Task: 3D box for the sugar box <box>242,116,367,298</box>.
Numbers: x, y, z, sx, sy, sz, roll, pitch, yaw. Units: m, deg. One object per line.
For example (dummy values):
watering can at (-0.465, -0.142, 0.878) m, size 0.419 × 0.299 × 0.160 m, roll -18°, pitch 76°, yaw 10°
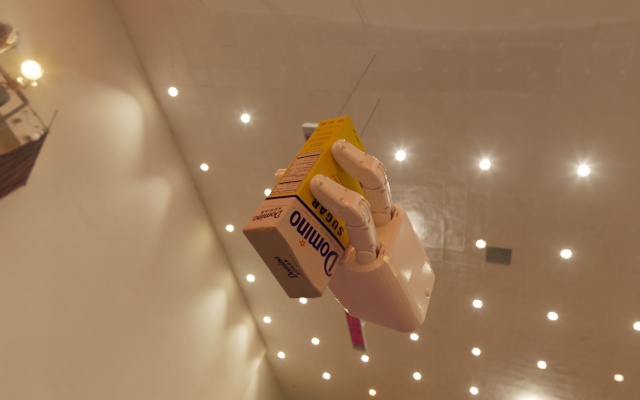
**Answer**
sugar box at (0.001, 0.002, 0.479) m, size 0.048 × 0.093 × 0.176 m, roll -8°, pitch 37°, yaw 33°
